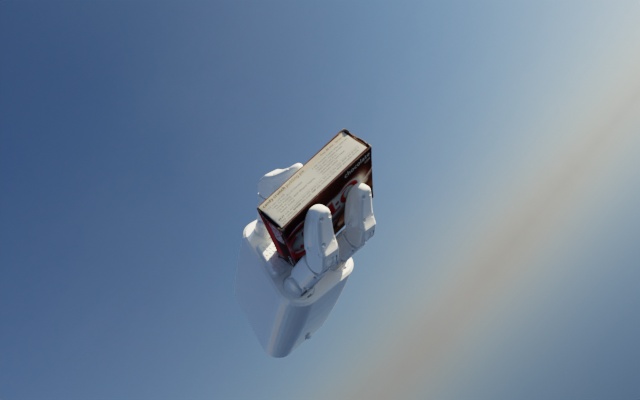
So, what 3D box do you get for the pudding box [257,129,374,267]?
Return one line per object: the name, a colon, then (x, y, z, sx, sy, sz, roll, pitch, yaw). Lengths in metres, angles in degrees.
pudding box: (0.000, 0.001, 0.444, 0.039, 0.113, 0.090, 37, -19, 23)
